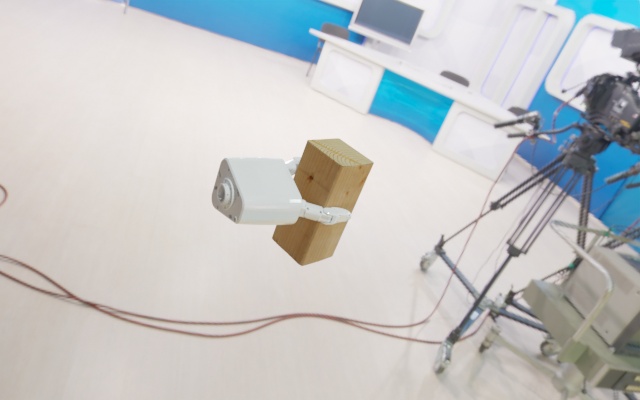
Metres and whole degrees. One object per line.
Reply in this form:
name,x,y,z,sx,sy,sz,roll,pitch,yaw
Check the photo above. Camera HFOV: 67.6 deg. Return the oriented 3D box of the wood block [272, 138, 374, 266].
wood block,0.000,0.003,0.851,0.090,0.206,0.090,-11,41,-47
